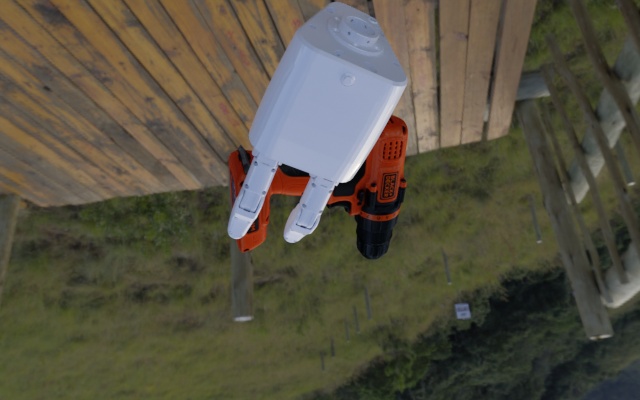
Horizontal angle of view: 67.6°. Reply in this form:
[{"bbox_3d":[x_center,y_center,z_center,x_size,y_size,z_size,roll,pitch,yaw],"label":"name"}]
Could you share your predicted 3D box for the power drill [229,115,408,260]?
[{"bbox_3d":[0.000,0.002,0.515,0.187,0.185,0.057,-9,36,-16],"label":"power drill"}]
